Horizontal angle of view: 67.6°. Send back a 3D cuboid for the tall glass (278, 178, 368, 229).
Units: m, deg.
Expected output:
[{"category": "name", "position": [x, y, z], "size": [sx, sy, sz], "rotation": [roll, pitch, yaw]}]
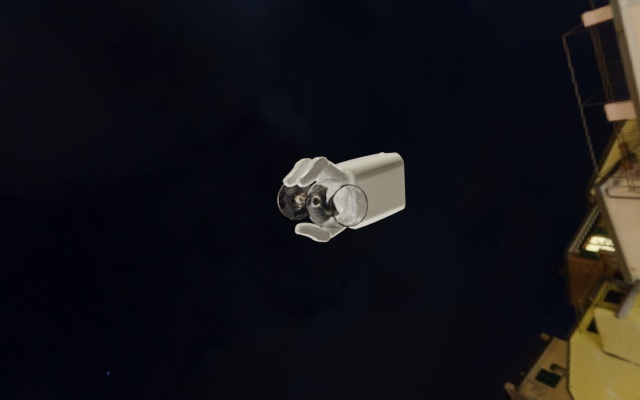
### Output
[{"category": "tall glass", "position": [0.000, 0.003, 0.777], "size": [0.079, 0.079, 0.201], "rotation": [0, 3, -25]}]
